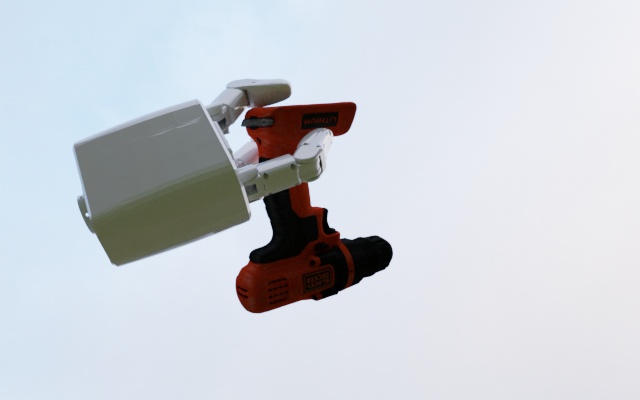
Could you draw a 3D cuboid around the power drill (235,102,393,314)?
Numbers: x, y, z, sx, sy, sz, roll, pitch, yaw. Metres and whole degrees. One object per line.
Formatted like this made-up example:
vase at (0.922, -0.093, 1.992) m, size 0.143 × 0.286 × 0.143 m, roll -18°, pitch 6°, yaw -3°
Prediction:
power drill at (0.000, 0.001, 0.459) m, size 0.184 × 0.188 × 0.057 m, roll -11°, pitch 11°, yaw -39°
